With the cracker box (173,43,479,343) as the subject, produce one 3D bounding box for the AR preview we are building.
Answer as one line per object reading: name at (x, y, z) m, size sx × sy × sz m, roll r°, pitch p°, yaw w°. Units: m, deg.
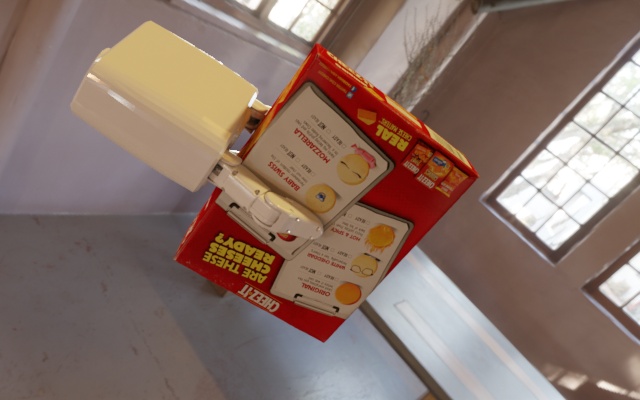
cracker box at (0.000, 0.001, 0.422) m, size 0.164 × 0.214 × 0.072 m, roll 33°, pitch 21°, yaw -15°
